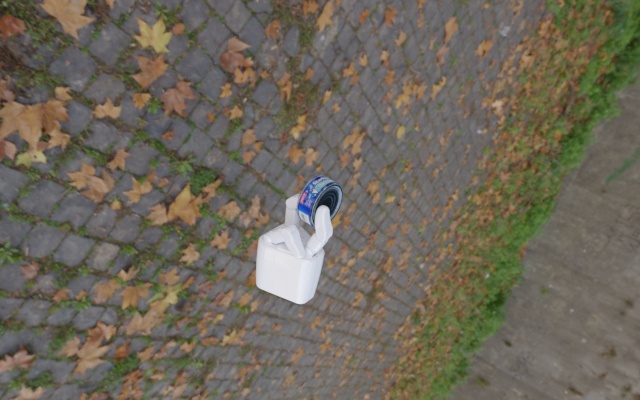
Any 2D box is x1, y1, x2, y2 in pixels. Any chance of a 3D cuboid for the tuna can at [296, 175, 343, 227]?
[{"bbox_3d":[0.001,0.003,0.811,0.033,0.086,0.086,29,16,32],"label":"tuna can"}]
